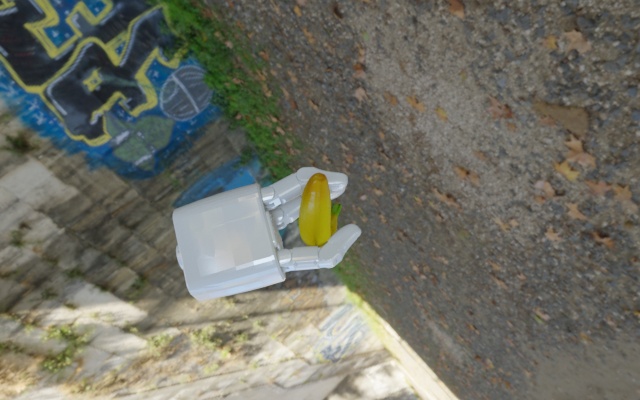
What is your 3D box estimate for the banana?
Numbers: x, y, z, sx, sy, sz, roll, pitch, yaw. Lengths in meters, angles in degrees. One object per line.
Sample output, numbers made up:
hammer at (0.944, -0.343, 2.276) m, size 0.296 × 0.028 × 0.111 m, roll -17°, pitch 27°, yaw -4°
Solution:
banana at (-0.003, 0.021, 0.552) m, size 0.037 × 0.069 × 0.198 m, roll 8°, pitch -8°, yaw 6°
